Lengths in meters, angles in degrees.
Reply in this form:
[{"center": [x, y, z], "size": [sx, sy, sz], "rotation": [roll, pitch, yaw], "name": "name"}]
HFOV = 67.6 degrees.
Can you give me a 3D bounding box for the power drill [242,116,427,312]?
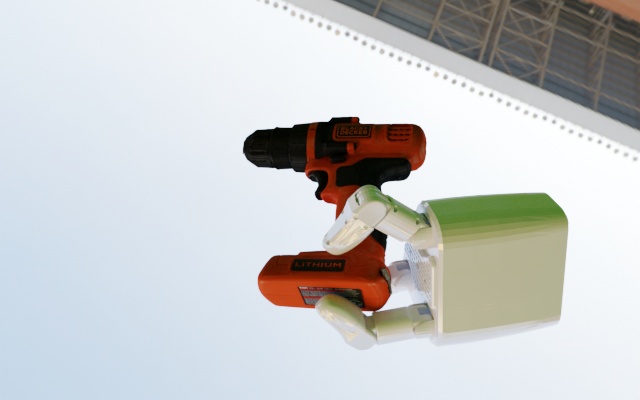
[{"center": [0.000, 0.002, 0.432], "size": [0.184, 0.187, 0.057], "rotation": [0, -35, 15], "name": "power drill"}]
